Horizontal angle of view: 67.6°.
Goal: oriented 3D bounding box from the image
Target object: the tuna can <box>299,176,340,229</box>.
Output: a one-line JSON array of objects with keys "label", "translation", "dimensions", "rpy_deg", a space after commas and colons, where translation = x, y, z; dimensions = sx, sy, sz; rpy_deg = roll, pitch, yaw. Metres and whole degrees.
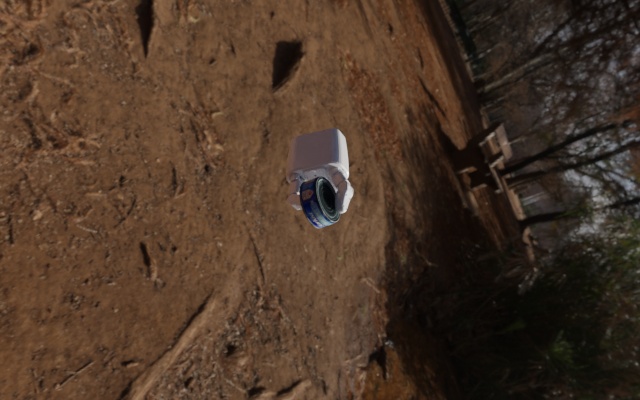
[{"label": "tuna can", "translation": [0.001, 0.003, 0.821], "dimensions": [0.034, 0.086, 0.086], "rpy_deg": [-20, -9, 25]}]
